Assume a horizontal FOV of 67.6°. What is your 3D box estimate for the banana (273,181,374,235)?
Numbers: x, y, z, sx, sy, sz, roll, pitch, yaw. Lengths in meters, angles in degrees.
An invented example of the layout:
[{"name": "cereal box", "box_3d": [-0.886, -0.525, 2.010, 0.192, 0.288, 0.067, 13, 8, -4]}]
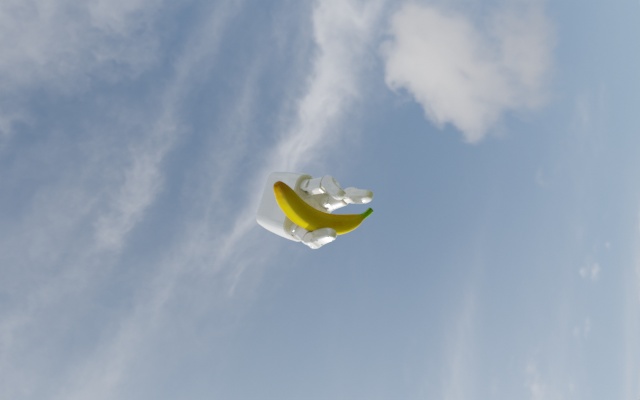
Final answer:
[{"name": "banana", "box_3d": [-0.004, 0.021, 0.785, 0.198, 0.069, 0.037, 15, 11, -35]}]
